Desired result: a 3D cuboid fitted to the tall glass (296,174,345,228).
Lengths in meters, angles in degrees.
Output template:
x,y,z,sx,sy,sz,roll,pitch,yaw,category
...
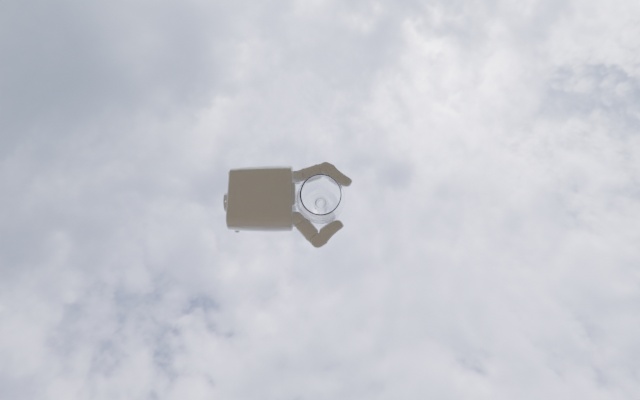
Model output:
x,y,z,sx,sy,sz,roll,pitch,yaw,category
0.000,0.003,0.799,0.079,0.079,0.201,0,-7,0,tall glass
